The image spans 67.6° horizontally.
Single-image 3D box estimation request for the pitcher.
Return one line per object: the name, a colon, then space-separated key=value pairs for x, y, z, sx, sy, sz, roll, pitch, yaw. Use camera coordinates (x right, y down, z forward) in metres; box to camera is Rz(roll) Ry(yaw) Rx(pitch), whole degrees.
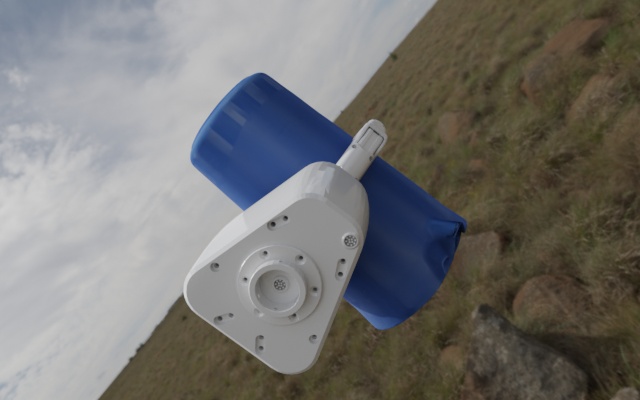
pitcher: x=0.000 y=0.001 z=0.455 sx=0.243 sy=0.149 sz=0.145 roll=39 pitch=12 yaw=-5
